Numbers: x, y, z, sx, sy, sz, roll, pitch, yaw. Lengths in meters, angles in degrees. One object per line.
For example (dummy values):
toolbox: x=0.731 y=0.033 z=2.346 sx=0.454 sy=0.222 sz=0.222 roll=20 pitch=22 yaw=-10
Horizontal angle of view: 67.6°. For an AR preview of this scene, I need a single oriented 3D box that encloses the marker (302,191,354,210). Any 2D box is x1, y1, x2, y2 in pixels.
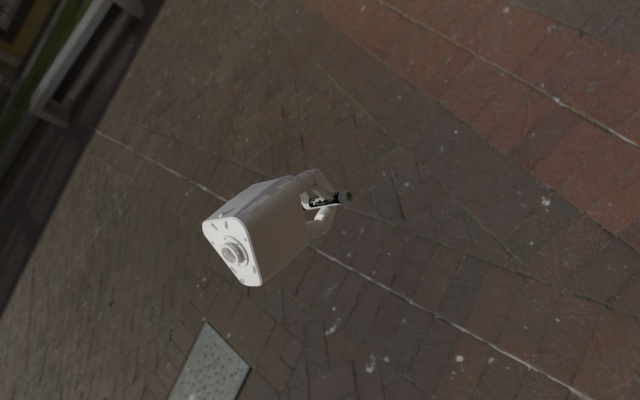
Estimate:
marker: x=0.000 y=0.002 z=0.750 sx=0.121 sy=0.020 sz=0.020 roll=-10 pitch=-7 yaw=43
